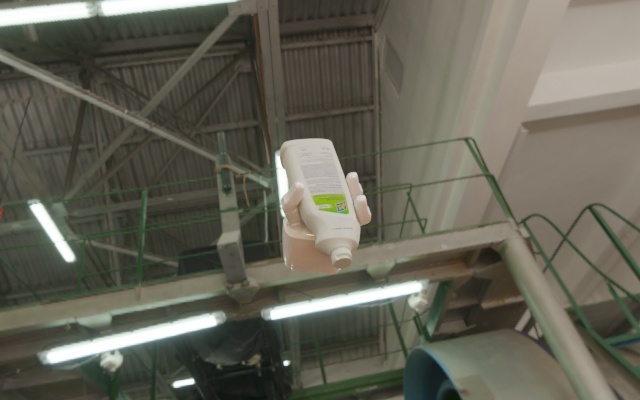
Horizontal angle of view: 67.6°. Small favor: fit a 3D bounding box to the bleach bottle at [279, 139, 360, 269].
[{"bbox_3d":[0.000,0.003,0.790,0.102,0.250,0.068,-6,-41,-11],"label":"bleach bottle"}]
